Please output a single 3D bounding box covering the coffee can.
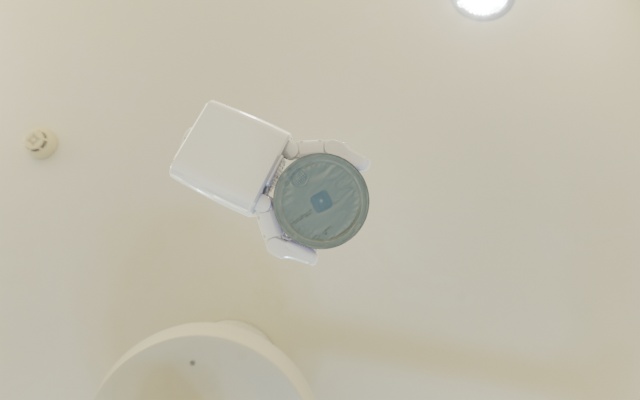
[{"bbox_3d":[0.000,0.002,0.574,0.103,0.103,0.140,0,-1,-1],"label":"coffee can"}]
